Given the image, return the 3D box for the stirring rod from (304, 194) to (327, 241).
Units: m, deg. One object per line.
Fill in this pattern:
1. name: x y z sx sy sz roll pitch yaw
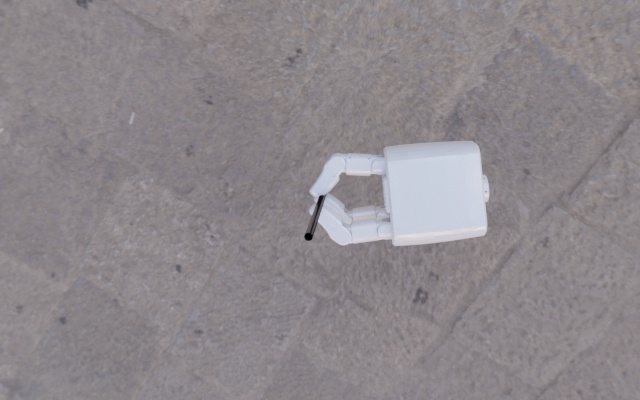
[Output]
1. stirring rod: 0.000 0.002 0.553 0.011 0.011 0.239 0 15 5
